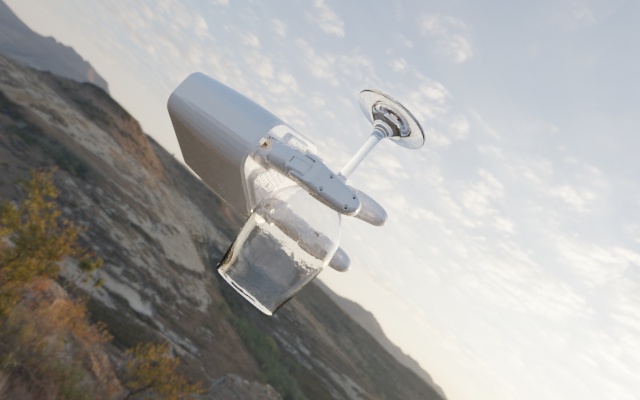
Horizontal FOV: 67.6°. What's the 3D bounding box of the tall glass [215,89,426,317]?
[{"bbox_3d":[0.001,0.001,0.410,0.079,0.201,0.079,39,-11,9],"label":"tall glass"}]
